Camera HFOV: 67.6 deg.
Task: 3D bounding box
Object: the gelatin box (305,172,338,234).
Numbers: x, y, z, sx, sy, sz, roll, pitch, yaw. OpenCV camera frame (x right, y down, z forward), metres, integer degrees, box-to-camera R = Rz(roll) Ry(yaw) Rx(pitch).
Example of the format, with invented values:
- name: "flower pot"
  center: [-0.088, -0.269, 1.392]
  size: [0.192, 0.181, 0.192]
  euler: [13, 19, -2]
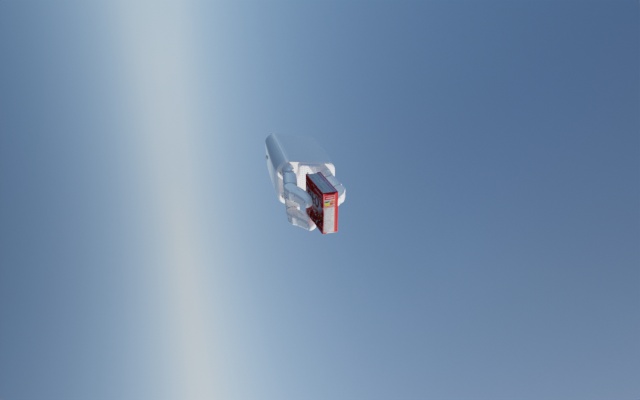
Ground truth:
- name: "gelatin box"
  center: [0.001, 0.003, 0.791]
  size: [0.030, 0.073, 0.089]
  euler: [-9, 28, -18]
